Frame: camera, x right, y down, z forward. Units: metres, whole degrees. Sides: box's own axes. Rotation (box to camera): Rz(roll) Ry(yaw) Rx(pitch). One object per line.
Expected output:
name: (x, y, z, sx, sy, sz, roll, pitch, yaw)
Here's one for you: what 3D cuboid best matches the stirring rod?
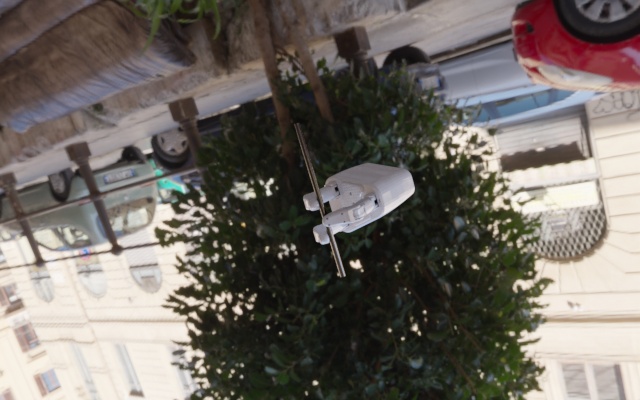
stirring rod: (0.000, 0.002, 0.710, 0.011, 0.239, 0.011, -16, 10, 3)
